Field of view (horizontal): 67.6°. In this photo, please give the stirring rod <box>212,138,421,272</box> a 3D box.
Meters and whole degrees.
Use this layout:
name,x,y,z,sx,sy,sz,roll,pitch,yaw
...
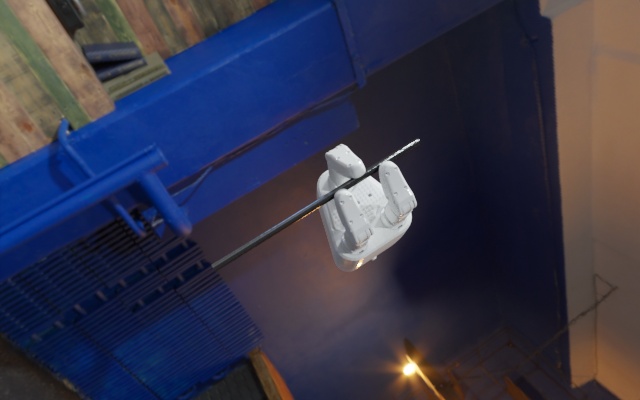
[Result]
name,x,y,z,sx,sy,sz,roll,pitch,yaw
stirring rod,0.000,0.002,0.470,0.239,0.011,0.011,-32,6,-10
